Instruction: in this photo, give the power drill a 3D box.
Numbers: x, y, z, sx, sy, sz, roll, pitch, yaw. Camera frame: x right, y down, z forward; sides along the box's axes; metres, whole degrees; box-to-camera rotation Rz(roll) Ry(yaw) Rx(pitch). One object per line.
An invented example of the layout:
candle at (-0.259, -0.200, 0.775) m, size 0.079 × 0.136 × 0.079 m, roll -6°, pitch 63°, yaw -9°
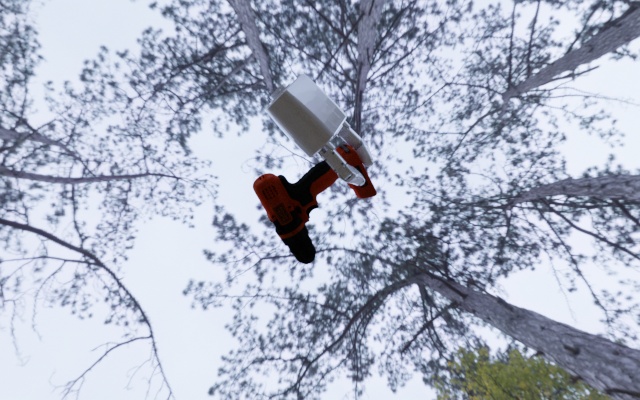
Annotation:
power drill at (0.000, 0.002, 0.830) m, size 0.187 × 0.184 × 0.057 m, roll -30°, pitch 25°, yaw -5°
